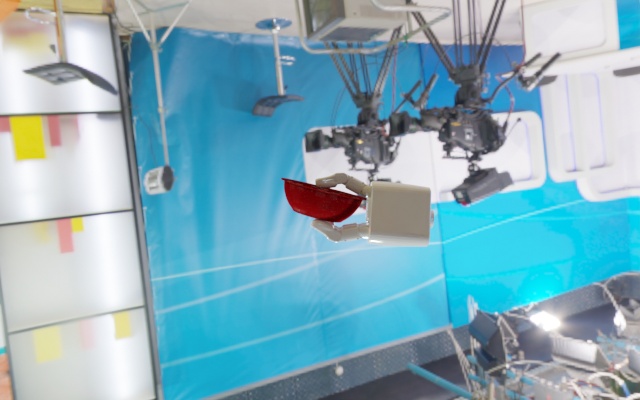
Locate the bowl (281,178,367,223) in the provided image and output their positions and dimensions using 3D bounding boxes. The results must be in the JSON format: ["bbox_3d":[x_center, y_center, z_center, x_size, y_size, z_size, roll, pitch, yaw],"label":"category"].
[{"bbox_3d":[-0.001,0.003,0.872,0.162,0.055,0.162,14,4,-1],"label":"bowl"}]
